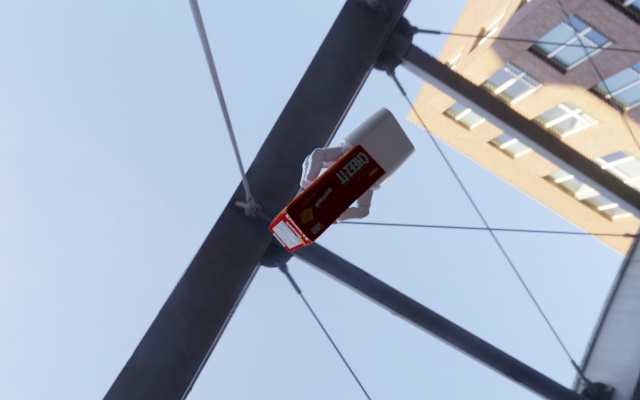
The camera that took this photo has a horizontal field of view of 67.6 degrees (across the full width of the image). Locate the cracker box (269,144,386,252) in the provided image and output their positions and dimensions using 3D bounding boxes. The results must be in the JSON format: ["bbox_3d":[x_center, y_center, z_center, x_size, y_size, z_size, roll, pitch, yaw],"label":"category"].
[{"bbox_3d":[0.000,0.003,0.817,0.164,0.072,0.214,-43,1,-17],"label":"cracker box"}]
